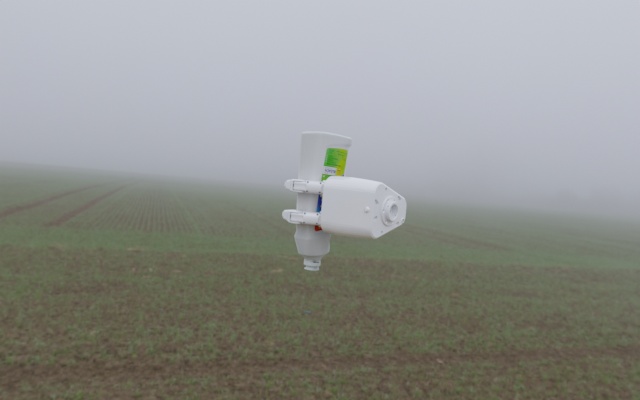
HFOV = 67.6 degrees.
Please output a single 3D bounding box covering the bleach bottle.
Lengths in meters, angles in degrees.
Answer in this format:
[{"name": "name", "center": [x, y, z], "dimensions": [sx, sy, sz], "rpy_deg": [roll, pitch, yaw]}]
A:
[{"name": "bleach bottle", "center": [0.000, 0.003, 0.888], "dimensions": [0.068, 0.251, 0.102], "rpy_deg": [7, 3, 39]}]
